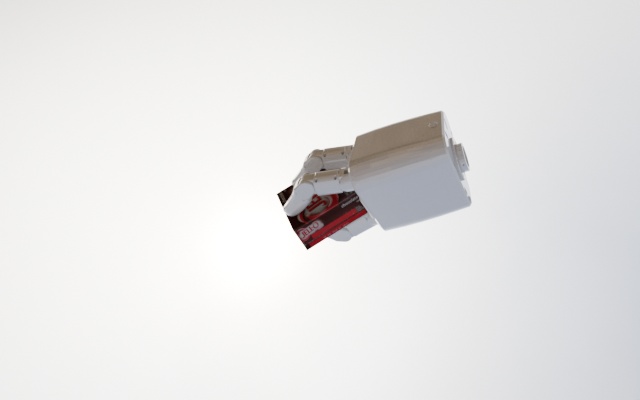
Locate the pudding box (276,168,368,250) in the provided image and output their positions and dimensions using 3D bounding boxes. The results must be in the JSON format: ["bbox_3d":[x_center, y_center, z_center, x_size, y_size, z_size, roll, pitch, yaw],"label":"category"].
[{"bbox_3d":[0.000,0.002,0.593,0.090,0.039,0.113,-31,26,-1],"label":"pudding box"}]
